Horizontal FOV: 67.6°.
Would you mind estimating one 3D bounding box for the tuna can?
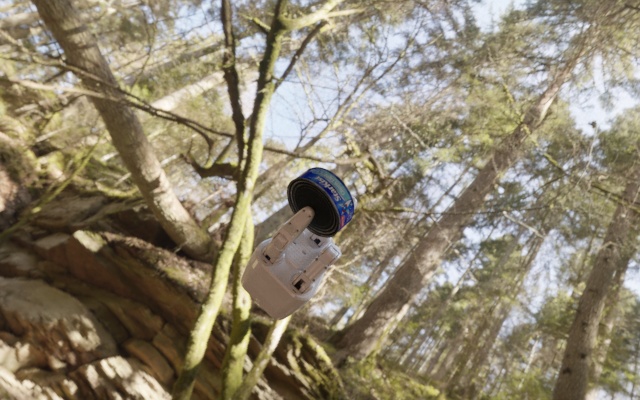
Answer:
[{"bbox_3d":[0.000,0.002,0.594,0.086,0.086,0.033,0,31,49],"label":"tuna can"}]
